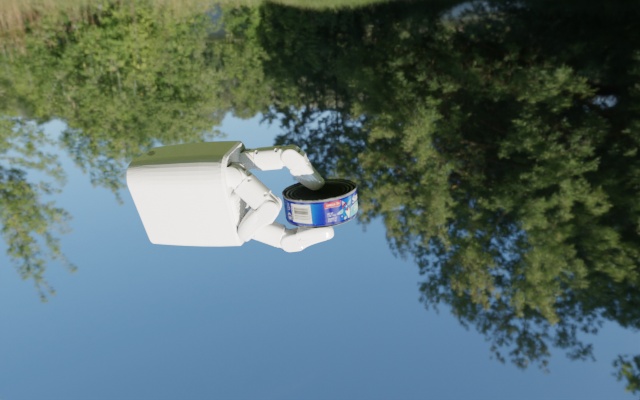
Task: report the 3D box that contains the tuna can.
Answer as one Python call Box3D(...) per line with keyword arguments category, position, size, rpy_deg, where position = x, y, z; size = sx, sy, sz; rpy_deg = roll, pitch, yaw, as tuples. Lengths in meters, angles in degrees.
Box3D(category="tuna can", position=(0.000, 0.002, 0.550), size=(0.086, 0.034, 0.086), rpy_deg=(-6, 18, 2))
